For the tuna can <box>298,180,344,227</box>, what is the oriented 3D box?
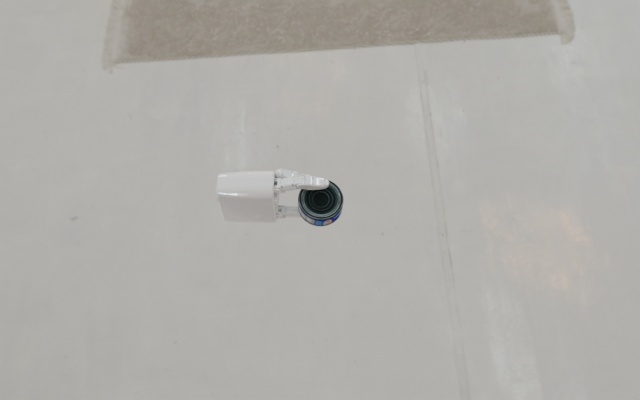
[{"bbox_3d":[0.000,0.003,0.892,0.086,0.086,0.034,0,-23,-3],"label":"tuna can"}]
